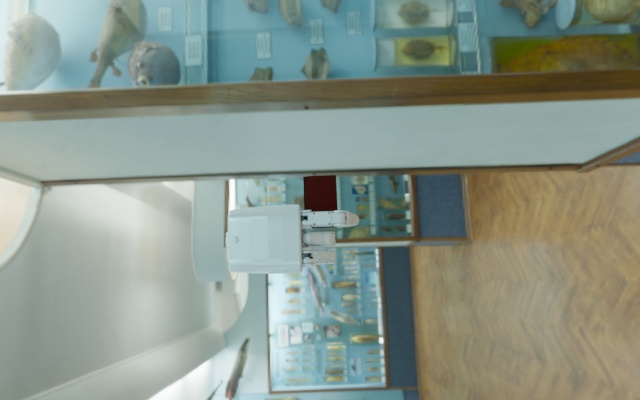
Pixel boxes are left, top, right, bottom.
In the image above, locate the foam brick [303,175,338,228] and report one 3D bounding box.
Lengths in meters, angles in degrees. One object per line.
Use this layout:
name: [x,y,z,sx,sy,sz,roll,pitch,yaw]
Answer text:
foam brick: [0.000,0.002,0.738,0.051,0.078,0.053,-2,-7,1]
